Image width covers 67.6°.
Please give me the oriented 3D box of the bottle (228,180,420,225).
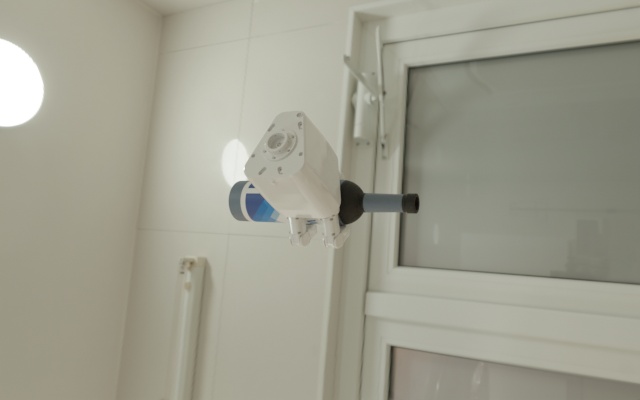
[{"bbox_3d":[0.000,0.002,0.713,0.295,0.069,0.069,1,0,28],"label":"bottle"}]
